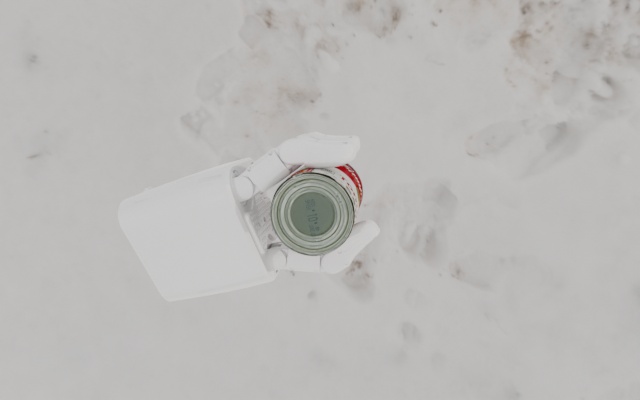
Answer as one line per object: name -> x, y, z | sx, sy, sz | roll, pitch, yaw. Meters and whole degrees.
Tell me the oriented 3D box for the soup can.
soup can -> 0.001, 0.001, 0.412 | 0.068, 0.068, 0.102 | 0, 11, 8
